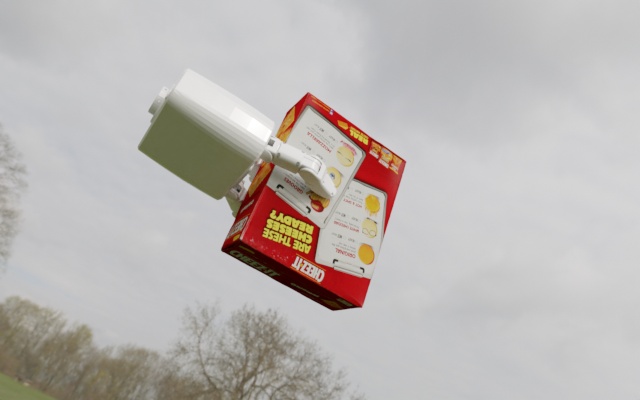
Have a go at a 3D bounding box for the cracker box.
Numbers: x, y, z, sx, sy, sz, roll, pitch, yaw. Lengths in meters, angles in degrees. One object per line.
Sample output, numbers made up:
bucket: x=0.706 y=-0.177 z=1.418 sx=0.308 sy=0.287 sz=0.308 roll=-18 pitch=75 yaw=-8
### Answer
cracker box: x=0.000 y=0.002 z=0.580 sx=0.164 sy=0.213 sz=0.072 roll=32 pitch=-30 yaw=-19
